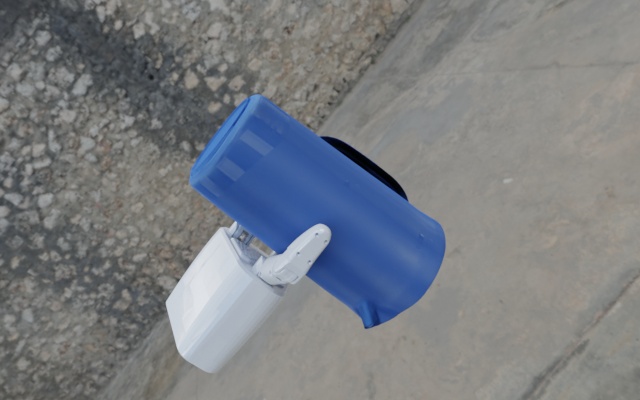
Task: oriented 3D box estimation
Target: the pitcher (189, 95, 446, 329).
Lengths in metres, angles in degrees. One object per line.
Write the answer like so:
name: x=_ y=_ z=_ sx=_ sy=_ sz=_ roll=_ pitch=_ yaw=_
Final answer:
pitcher: x=0.000 y=0.002 z=0.487 sx=0.243 sy=0.145 sz=0.149 roll=38 pitch=3 yaw=-19
